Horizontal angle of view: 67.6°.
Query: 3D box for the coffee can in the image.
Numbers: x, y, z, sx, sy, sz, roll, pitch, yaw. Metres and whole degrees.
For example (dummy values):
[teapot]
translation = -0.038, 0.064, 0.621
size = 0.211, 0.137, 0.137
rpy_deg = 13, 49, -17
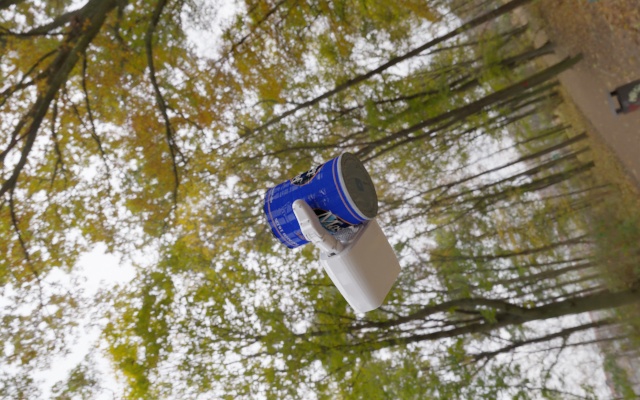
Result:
[coffee can]
translation = 0.000, 0.002, 0.711
size = 0.140, 0.103, 0.103
rpy_deg = -24, -11, 26
